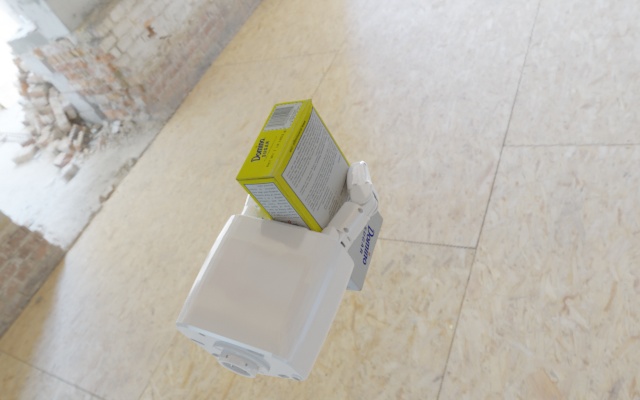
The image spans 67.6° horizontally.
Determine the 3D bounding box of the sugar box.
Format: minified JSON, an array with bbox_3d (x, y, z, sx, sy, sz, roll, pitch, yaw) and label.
[{"bbox_3d":[0.000,0.002,0.449,0.048,0.093,0.176,0,-39,31],"label":"sugar box"}]
